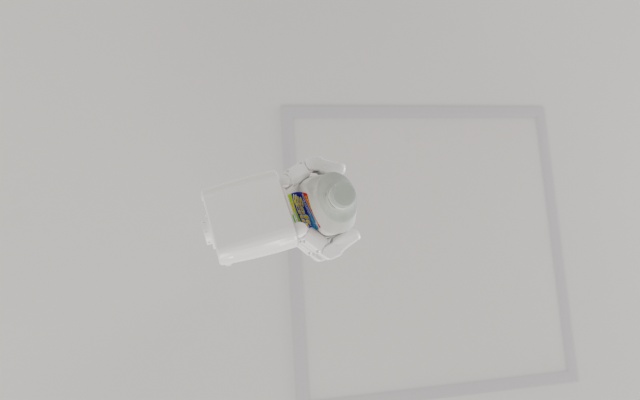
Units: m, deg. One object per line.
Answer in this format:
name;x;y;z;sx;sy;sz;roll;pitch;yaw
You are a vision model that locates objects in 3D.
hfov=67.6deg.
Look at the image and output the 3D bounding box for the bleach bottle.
bleach bottle;0.000;0.002;0.674;0.068;0.102;0.251;-16;-5;-13
